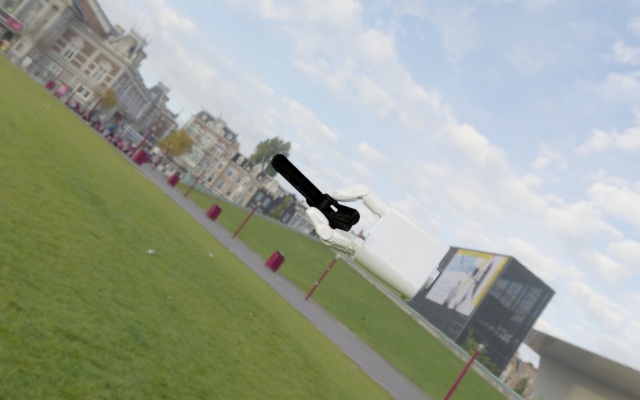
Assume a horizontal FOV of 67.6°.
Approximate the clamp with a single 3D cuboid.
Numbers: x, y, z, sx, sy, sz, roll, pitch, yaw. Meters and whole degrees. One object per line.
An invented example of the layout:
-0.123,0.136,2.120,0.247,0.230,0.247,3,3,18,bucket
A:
0.001,0.002,0.777,0.164,0.036,0.210,39,-7,14,clamp
